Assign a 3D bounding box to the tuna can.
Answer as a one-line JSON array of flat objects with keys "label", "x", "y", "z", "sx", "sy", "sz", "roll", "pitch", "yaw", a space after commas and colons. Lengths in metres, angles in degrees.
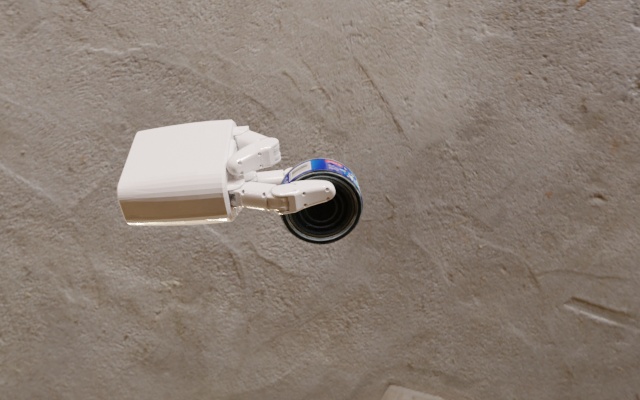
[{"label": "tuna can", "x": 0.000, "y": 0.002, "z": 0.489, "sx": 0.086, "sy": 0.086, "sz": 0.033, "roll": 0, "pitch": 27, "yaw": -4}]
